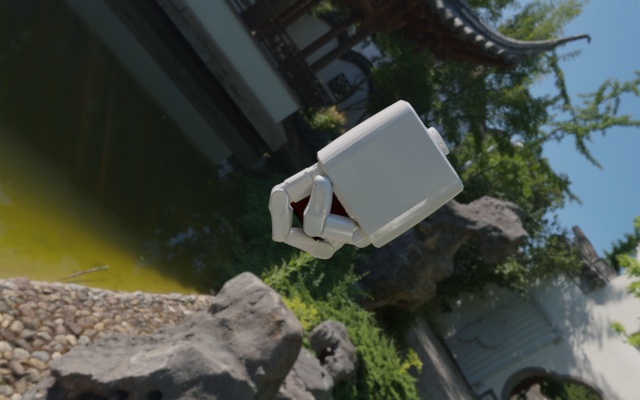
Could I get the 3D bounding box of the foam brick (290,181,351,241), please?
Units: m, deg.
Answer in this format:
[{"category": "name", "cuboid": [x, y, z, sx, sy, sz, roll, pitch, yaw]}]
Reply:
[{"category": "foam brick", "cuboid": [0.000, 0.002, 0.548, 0.051, 0.053, 0.078, -34, 14, 8]}]
